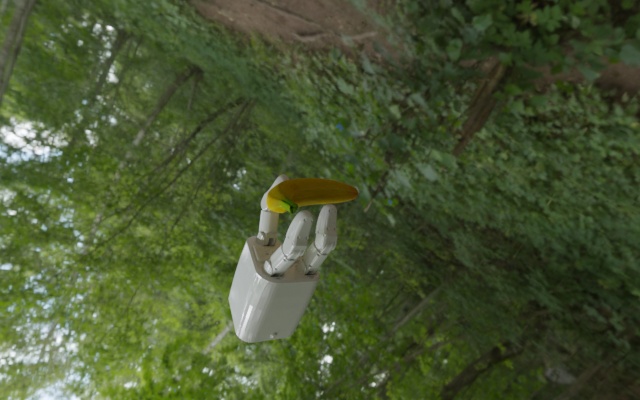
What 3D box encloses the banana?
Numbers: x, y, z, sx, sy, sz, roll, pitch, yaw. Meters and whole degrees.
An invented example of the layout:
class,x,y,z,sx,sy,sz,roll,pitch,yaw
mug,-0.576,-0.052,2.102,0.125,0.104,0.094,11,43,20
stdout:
class,x,y,z,sx,sy,sz,roll,pitch,yaw
banana,-0.017,-0.005,0.640,0.069,0.037,0.198,27,19,22
